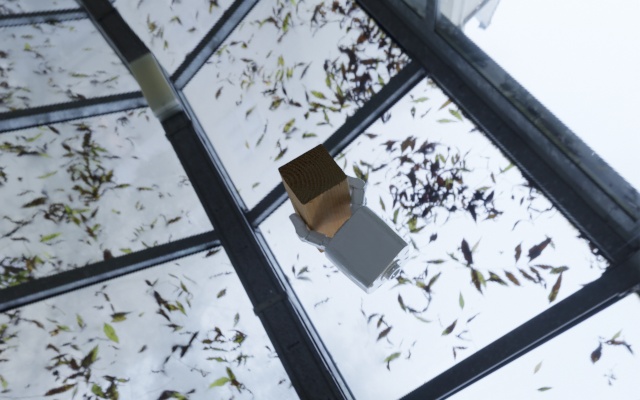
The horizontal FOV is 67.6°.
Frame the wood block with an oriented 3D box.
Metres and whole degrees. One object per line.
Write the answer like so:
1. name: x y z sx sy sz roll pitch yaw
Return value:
1. wood block: 0.000 0.003 0.880 0.091 0.090 0.206 -31 -29 -9
